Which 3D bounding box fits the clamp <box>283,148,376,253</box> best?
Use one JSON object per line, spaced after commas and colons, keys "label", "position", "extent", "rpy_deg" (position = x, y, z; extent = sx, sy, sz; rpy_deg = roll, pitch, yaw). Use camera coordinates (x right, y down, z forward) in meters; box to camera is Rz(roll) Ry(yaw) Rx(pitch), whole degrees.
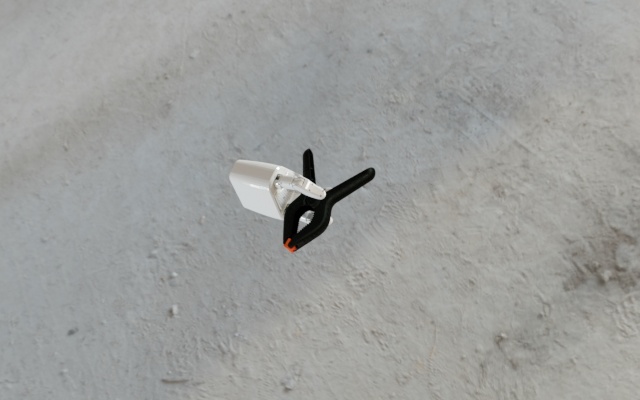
{"label": "clamp", "position": [-0.001, 0.003, 0.884], "extent": [0.164, 0.210, 0.036], "rpy_deg": [12, -21, 33]}
